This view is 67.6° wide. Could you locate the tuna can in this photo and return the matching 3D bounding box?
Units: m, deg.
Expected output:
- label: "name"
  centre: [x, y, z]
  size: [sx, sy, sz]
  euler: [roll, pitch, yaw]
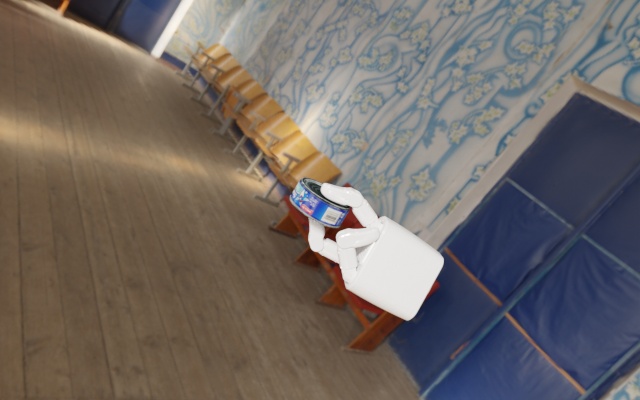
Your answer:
- label: "tuna can"
  centre: [0.000, 0.002, 0.695]
  size: [0.086, 0.034, 0.086]
  euler: [29, 15, -9]
